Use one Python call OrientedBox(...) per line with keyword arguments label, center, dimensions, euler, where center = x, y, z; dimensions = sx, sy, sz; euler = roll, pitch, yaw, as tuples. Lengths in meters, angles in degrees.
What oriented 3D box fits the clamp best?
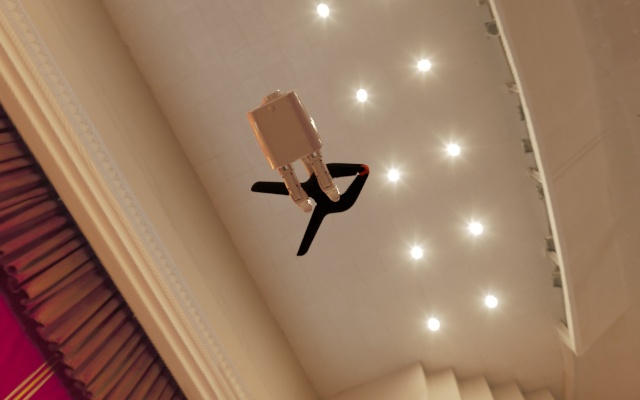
OrientedBox(label="clamp", center=(0.001, 0.002, 0.870), dimensions=(0.210, 0.164, 0.036), euler=(-23, 17, 11))
